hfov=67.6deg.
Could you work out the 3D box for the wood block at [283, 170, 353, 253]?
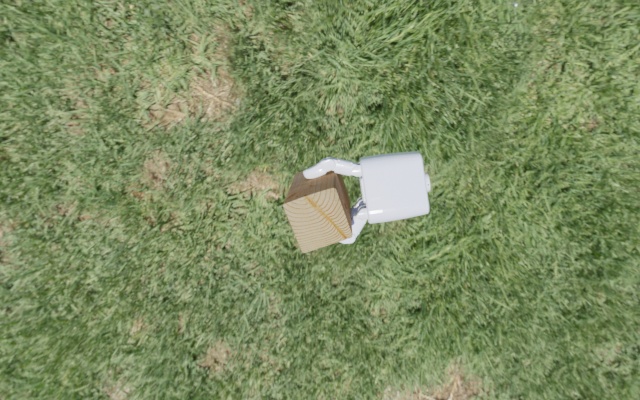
[{"bbox_3d":[0.000,0.002,0.852,0.090,0.091,0.206,-19,15,7],"label":"wood block"}]
